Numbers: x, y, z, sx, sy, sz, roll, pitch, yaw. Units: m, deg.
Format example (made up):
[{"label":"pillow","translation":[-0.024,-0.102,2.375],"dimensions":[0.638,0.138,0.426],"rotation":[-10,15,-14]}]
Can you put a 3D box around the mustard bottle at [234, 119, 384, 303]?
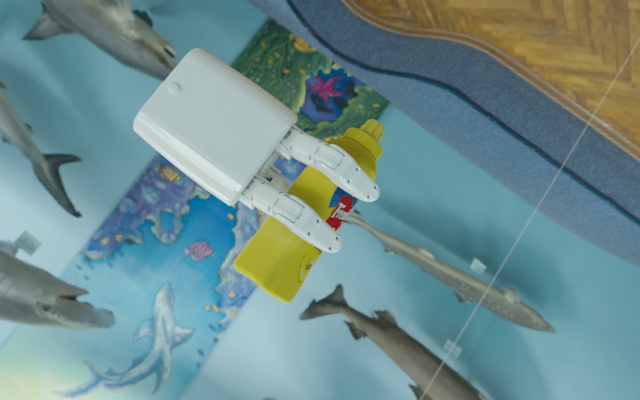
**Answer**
[{"label":"mustard bottle","translation":[0.000,0.002,0.449],"dimensions":[0.058,0.191,0.096],"rotation":[32,-11,19]}]
